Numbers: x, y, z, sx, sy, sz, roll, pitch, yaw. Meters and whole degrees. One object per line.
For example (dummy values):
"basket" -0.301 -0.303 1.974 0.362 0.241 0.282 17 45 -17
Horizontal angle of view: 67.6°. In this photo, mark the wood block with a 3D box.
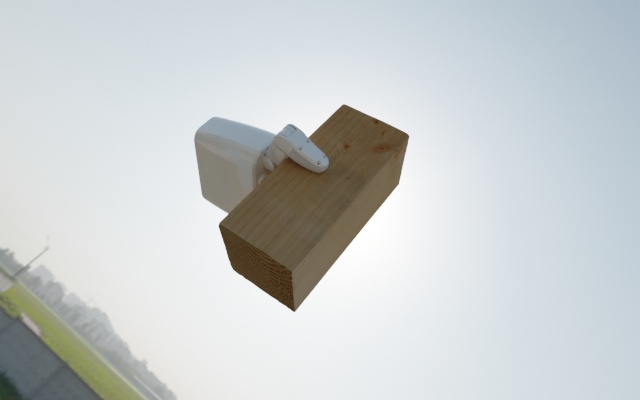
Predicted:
"wood block" 0.000 0.001 0.512 0.090 0.206 0.091 30 -31 21
